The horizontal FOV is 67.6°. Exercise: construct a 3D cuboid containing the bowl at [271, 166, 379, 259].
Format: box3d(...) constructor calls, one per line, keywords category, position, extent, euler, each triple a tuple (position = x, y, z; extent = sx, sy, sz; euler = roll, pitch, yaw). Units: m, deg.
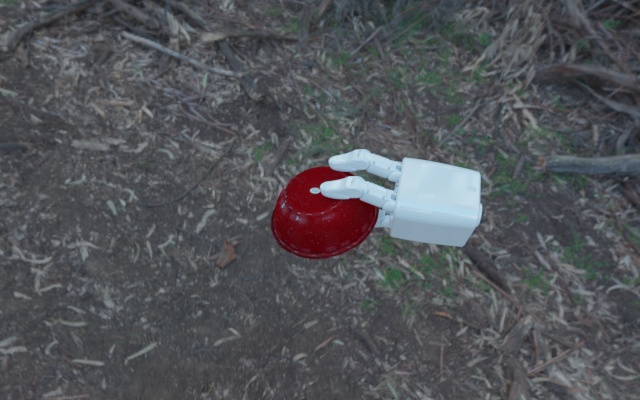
box3d(category="bowl", position=(-0.001, 0.002, 0.678), extent=(0.162, 0.162, 0.055), euler=(0, -41, 17))
